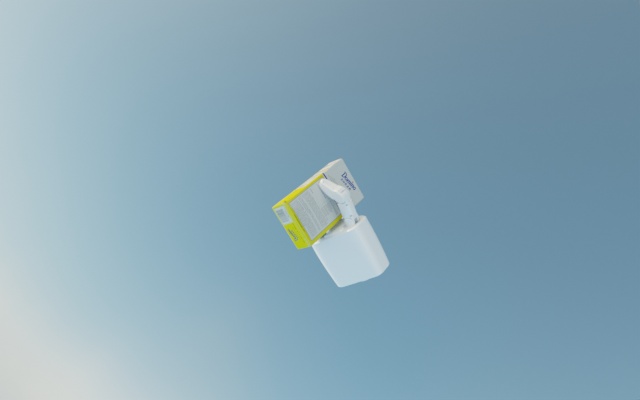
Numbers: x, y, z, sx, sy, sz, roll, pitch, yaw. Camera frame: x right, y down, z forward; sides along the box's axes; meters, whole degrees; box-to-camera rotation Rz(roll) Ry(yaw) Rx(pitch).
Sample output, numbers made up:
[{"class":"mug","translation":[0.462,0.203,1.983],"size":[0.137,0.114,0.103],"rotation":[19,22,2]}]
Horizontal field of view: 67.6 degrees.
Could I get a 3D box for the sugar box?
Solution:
[{"class":"sugar box","translation":[0.000,0.003,0.889],"size":[0.048,0.093,0.176],"rotation":[-19,15,46]}]
